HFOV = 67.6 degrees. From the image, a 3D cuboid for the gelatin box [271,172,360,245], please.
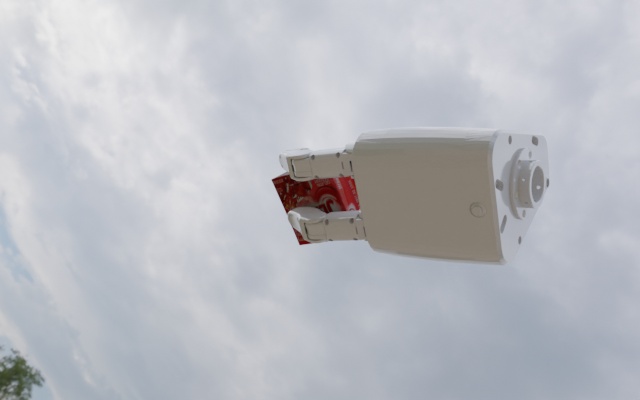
[{"bbox_3d":[0.000,0.001,0.448,0.030,0.073,0.089,-29,11,-38],"label":"gelatin box"}]
